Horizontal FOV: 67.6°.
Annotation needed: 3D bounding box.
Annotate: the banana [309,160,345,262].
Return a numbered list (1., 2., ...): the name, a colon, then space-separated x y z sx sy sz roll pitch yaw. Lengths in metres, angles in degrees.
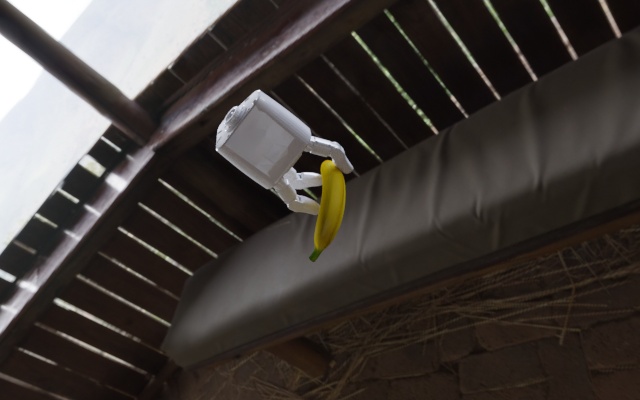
1. banana: 0.012 -0.002 0.767 0.037 0.197 0.070 33 -42 -28
